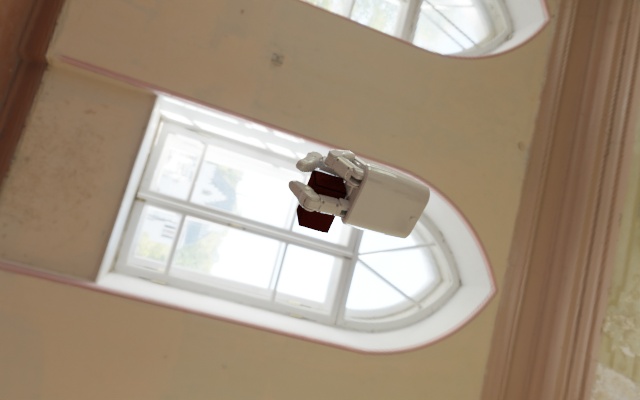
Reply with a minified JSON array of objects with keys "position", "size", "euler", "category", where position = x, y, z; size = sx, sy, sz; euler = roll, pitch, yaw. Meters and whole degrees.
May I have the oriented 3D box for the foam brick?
[{"position":[0.000,0.003,0.735],"size":[0.051,0.078,0.053],"euler":[16,28,-14],"category":"foam brick"}]
